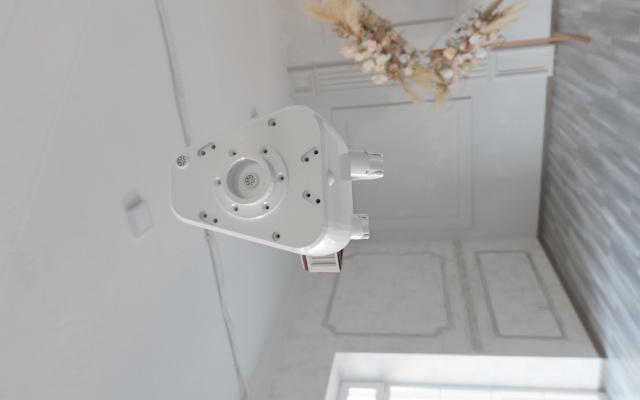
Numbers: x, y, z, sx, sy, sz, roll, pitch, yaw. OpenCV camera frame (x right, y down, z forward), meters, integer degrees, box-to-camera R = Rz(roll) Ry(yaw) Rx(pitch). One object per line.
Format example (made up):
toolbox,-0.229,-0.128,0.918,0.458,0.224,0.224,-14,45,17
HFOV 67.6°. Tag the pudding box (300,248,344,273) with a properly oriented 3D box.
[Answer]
pudding box,0.000,0.002,0.472,0.039,0.113,0.090,-3,23,9
